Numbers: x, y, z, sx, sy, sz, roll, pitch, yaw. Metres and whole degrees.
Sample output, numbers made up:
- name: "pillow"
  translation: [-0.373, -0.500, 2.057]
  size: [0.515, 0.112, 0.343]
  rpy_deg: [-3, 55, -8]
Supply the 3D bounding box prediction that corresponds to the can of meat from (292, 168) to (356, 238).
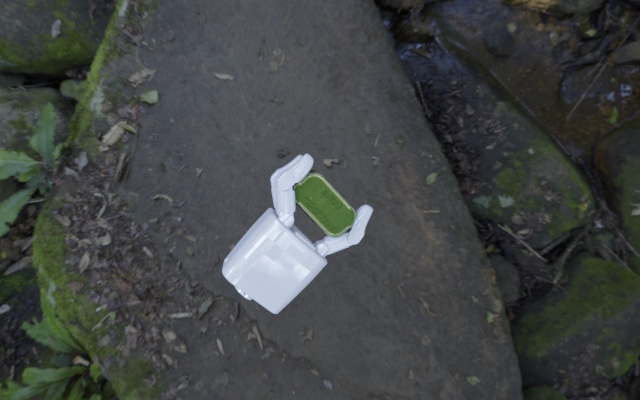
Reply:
- name: "can of meat"
  translation: [0.000, 0.002, 0.691]
  size: [0.057, 0.102, 0.084]
  rpy_deg: [-44, 10, -1]
